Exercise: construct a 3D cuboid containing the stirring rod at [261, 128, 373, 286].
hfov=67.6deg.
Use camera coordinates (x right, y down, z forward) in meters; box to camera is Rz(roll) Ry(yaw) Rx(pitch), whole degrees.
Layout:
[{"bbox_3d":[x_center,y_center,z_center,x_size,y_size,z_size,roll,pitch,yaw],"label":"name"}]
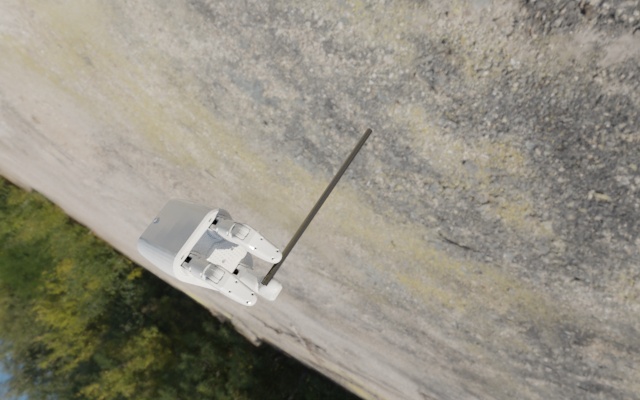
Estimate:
[{"bbox_3d":[0.000,0.002,0.579,0.011,0.239,0.011,30,-20,12],"label":"stirring rod"}]
